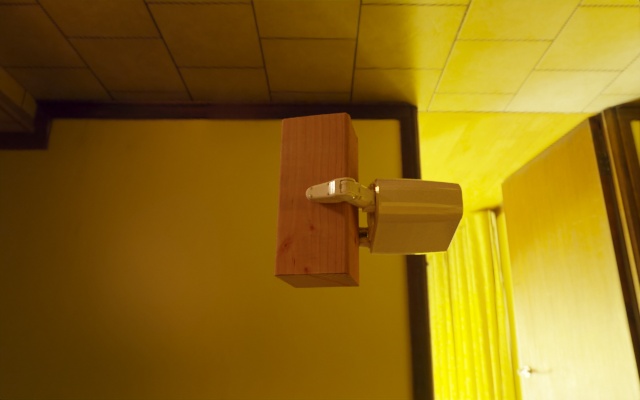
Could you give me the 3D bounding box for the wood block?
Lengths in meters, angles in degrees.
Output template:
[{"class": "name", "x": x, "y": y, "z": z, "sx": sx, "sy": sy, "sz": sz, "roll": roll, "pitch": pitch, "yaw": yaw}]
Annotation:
[{"class": "wood block", "x": 0.000, "y": 0.002, "z": 0.618, "sx": 0.090, "sy": 0.206, "sz": 0.091, "roll": -3, "pitch": -20, "yaw": 12}]
